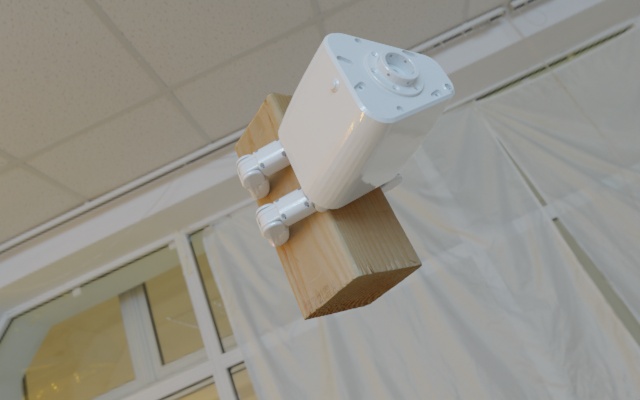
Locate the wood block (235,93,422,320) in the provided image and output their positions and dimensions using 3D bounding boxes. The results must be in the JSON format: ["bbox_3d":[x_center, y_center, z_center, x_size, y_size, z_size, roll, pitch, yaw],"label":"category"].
[{"bbox_3d":[0.000,0.001,0.484,0.091,0.206,0.090,-1,-34,-41],"label":"wood block"}]
